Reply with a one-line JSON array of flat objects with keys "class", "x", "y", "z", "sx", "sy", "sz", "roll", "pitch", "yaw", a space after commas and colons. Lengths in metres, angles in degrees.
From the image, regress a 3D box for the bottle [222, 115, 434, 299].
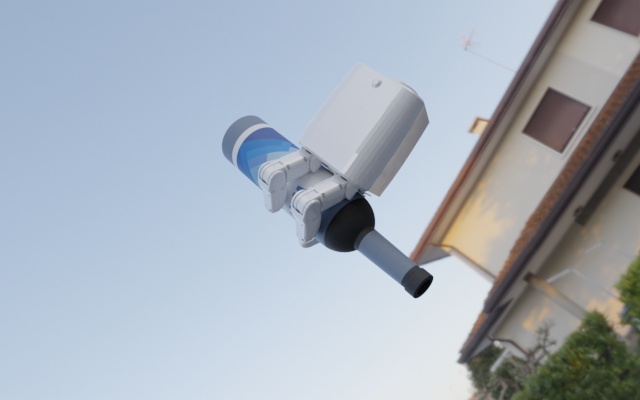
[{"class": "bottle", "x": 0.000, "y": 0.002, "z": 0.519, "sx": 0.295, "sy": 0.069, "sz": 0.069, "roll": 39, "pitch": 24, "yaw": 33}]
